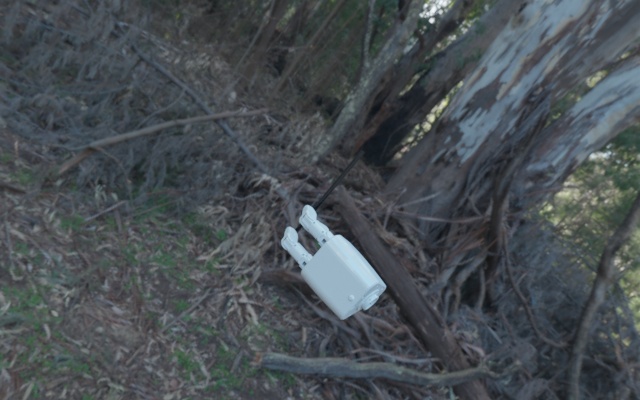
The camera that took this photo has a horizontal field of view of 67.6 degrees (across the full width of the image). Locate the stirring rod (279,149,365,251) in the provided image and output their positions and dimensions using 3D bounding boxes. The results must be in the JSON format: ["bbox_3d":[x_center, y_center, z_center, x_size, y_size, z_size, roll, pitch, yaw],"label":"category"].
[{"bbox_3d":[0.000,0.003,0.852,0.011,0.239,0.011,36,18,-13],"label":"stirring rod"}]
